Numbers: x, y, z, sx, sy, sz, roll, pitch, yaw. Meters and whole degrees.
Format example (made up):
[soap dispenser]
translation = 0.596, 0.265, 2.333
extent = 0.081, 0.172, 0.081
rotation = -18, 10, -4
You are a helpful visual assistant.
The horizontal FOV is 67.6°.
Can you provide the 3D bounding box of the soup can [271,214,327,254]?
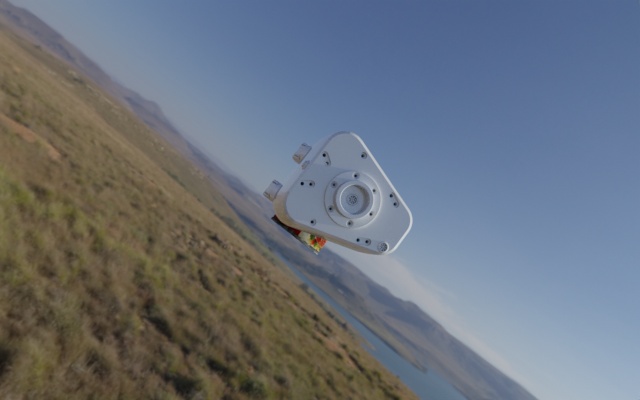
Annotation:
[soup can]
translation = 0.000, 0.002, 0.555
extent = 0.068, 0.102, 0.068
rotation = 37, -5, 4
